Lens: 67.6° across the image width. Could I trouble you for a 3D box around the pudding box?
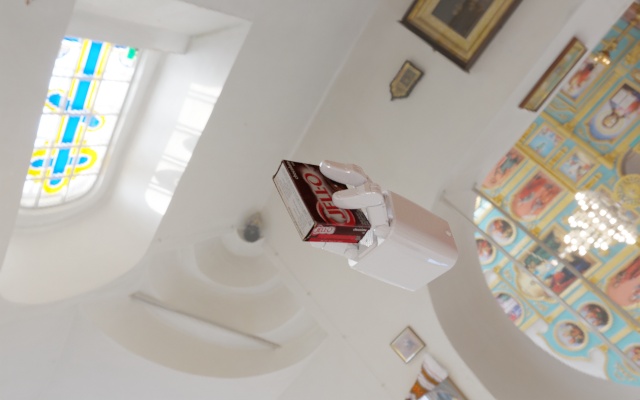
[{"bbox_3d":[0.000,0.002,0.602,0.090,0.039,0.113,7,39,-39],"label":"pudding box"}]
